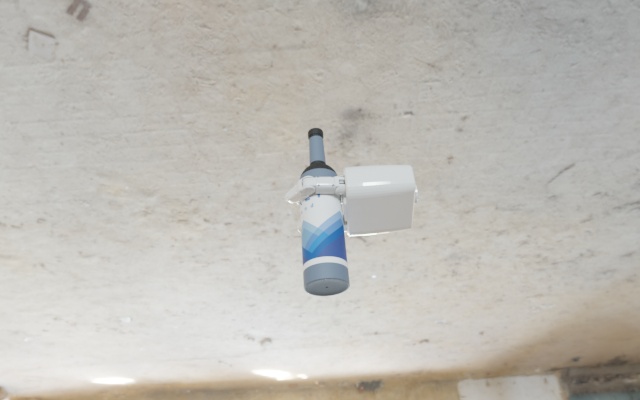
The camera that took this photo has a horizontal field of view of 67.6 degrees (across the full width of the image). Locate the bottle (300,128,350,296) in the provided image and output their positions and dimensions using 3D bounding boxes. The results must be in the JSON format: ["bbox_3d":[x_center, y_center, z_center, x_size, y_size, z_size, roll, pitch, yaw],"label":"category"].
[{"bbox_3d":[0.000,0.003,0.765,0.069,0.295,0.069,-3,-33,-2],"label":"bottle"}]
